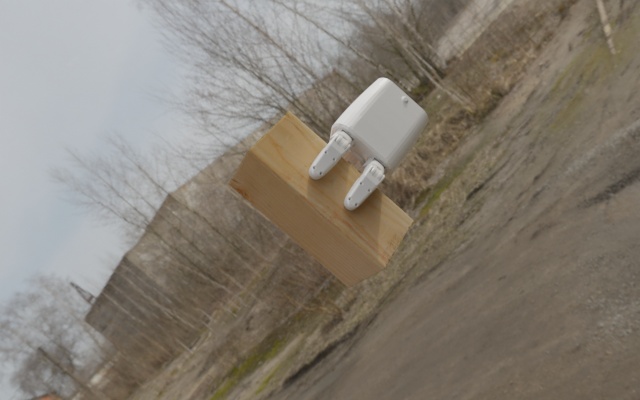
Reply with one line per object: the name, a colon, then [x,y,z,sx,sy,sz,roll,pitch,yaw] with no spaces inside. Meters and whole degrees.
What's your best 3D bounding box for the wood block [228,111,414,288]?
wood block: [0.000,0.002,0.601,0.090,0.206,0.091,-51,4,-34]
